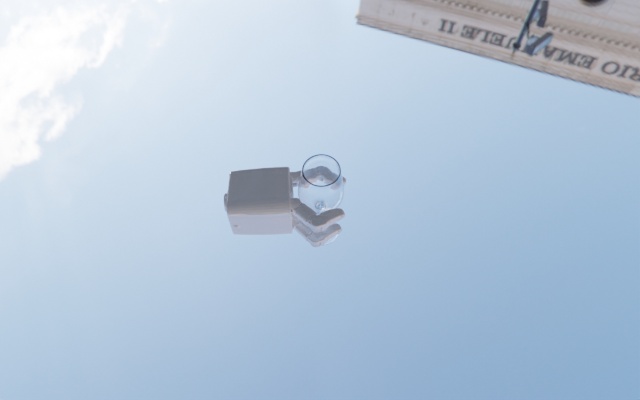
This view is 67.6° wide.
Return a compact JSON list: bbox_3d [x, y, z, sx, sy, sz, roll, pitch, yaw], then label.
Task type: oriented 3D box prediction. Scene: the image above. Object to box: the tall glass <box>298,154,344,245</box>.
[{"bbox_3d":[0.000,0.003,0.834,0.079,0.079,0.201,0,-31,-1],"label":"tall glass"}]
